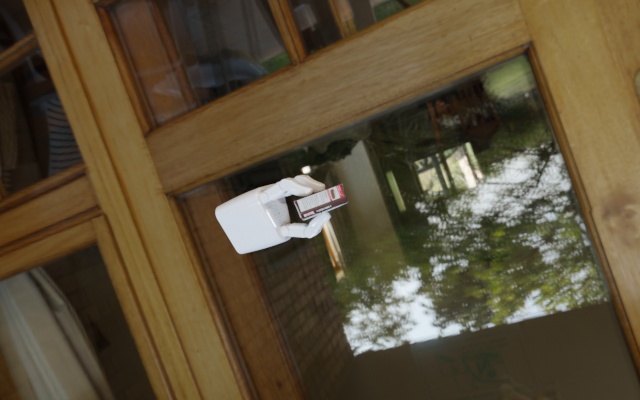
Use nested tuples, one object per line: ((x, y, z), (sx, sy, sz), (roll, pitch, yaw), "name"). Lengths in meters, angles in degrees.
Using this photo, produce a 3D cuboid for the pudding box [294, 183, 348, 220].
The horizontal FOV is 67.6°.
((0.000, 0.003, 0.868), (0.090, 0.039, 0.113), (-21, 1, -2), "pudding box")
